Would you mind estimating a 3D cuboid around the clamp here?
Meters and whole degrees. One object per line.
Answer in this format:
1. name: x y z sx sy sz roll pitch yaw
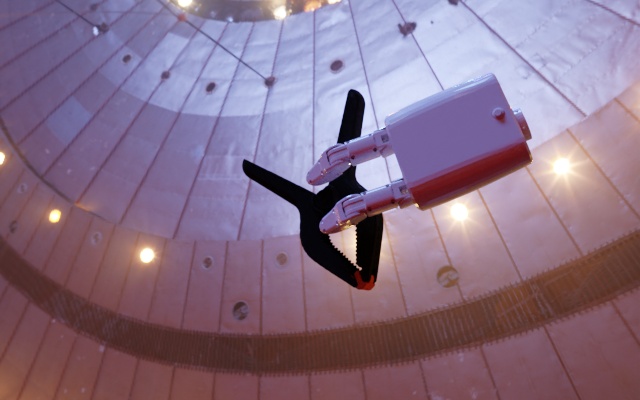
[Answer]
1. clamp: 0.001 0.002 0.516 0.164 0.210 0.036 -24 -21 21
